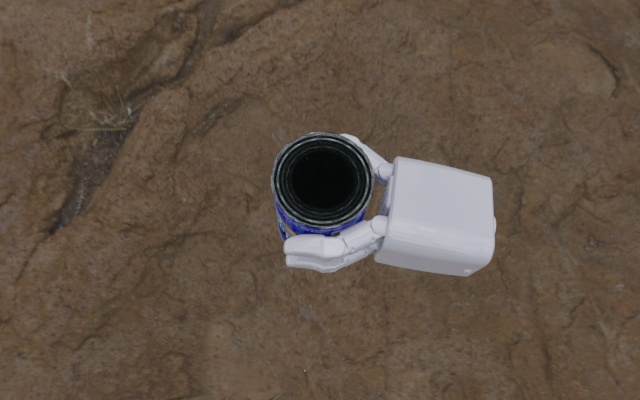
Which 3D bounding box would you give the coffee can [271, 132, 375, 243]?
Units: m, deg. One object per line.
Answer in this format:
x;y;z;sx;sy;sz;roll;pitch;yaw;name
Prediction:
0.000;0.002;0.532;0.103;0.102;0.140;0;-20;-2;coffee can
